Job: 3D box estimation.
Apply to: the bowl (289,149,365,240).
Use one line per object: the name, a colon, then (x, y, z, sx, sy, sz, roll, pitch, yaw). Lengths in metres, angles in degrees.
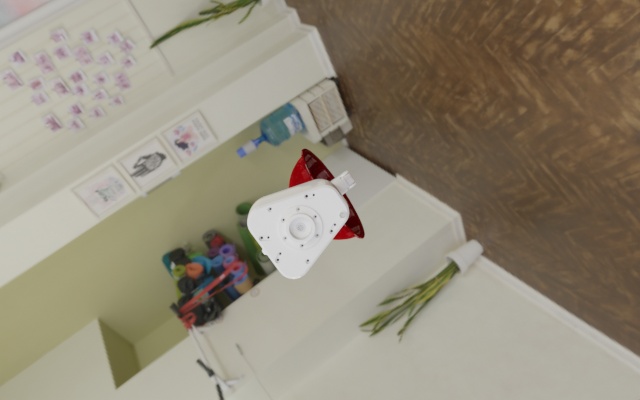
bowl: (0.000, 0.003, 0.724, 0.055, 0.162, 0.162, -34, -9, 13)
